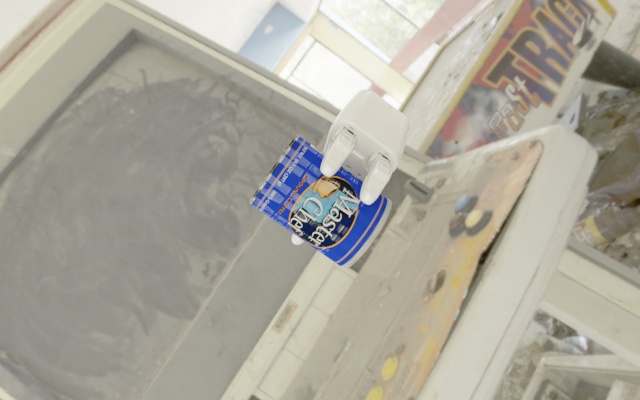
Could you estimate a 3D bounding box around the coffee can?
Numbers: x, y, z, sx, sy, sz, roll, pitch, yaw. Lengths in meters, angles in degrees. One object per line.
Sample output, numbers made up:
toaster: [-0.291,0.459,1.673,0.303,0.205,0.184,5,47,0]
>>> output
coffee can: [0.000,0.002,0.578,0.140,0.103,0.103,35,-4,-6]
